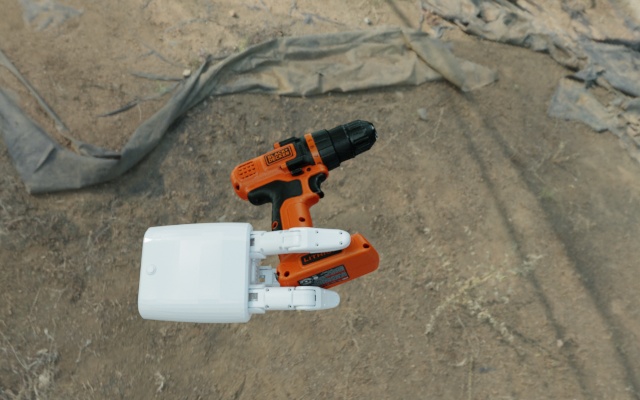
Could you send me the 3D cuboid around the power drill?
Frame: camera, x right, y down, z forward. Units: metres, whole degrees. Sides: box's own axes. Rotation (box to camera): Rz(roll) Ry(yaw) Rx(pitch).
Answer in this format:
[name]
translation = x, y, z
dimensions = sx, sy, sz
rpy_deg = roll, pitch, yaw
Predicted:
[power drill]
translation = 0.000, 0.002, 0.538
dimensions = 0.184, 0.187, 0.057
rpy_deg = -23, -36, 4
